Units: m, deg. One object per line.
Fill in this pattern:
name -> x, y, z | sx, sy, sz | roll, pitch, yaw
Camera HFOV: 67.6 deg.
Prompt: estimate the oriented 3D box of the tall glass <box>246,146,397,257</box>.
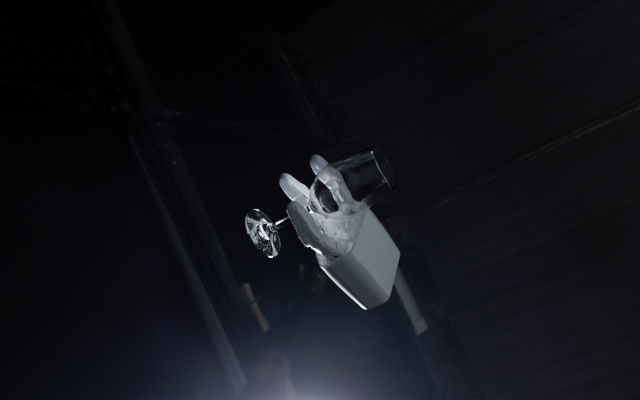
tall glass -> -0.001, 0.002, 0.638 | 0.201, 0.079, 0.079 | -29, -12, 22
